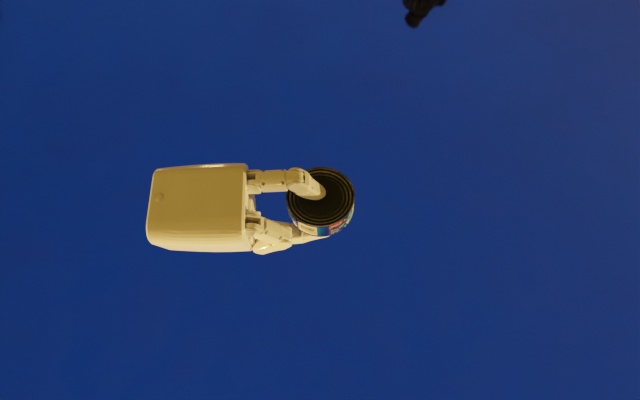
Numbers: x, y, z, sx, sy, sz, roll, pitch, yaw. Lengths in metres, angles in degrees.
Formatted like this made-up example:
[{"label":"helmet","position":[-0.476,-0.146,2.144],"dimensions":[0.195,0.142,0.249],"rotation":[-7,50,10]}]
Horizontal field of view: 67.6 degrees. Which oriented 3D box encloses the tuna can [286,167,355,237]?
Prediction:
[{"label":"tuna can","position":[0.000,0.002,0.602],"dimensions":[0.086,0.086,0.034],"rotation":[0,-31,2]}]
